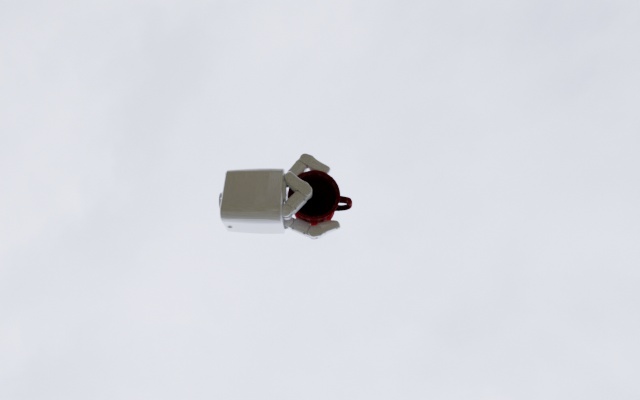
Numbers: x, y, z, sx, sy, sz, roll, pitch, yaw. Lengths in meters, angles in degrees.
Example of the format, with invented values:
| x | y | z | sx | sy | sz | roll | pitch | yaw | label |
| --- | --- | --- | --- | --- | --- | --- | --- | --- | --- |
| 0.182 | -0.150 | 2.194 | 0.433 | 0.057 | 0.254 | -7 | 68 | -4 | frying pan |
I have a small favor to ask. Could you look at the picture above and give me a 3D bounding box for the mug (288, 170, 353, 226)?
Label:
| x | y | z | sx | sy | sz | roll | pitch | yaw | label |
| --- | --- | --- | --- | --- | --- | --- | --- | --- | --- |
| 0.002 | 0.003 | 0.877 | 0.117 | 0.093 | 0.081 | 2 | -19 | 0 | mug |
